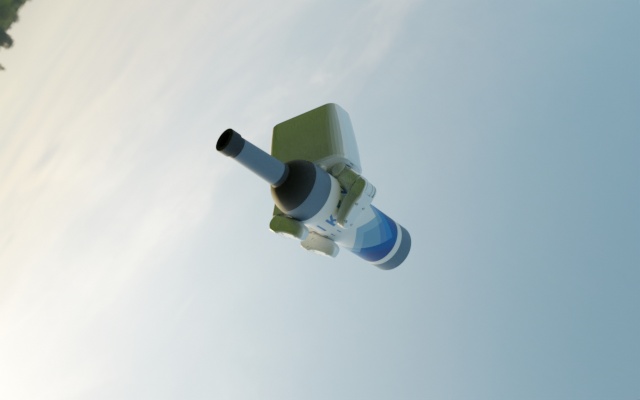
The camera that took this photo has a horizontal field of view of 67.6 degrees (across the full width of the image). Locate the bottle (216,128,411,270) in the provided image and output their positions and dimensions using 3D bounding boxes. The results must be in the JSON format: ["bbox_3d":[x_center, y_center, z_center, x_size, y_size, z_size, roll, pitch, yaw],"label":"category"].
[{"bbox_3d":[0.000,0.002,0.572,0.069,0.069,0.296,0,-26,48],"label":"bottle"}]
